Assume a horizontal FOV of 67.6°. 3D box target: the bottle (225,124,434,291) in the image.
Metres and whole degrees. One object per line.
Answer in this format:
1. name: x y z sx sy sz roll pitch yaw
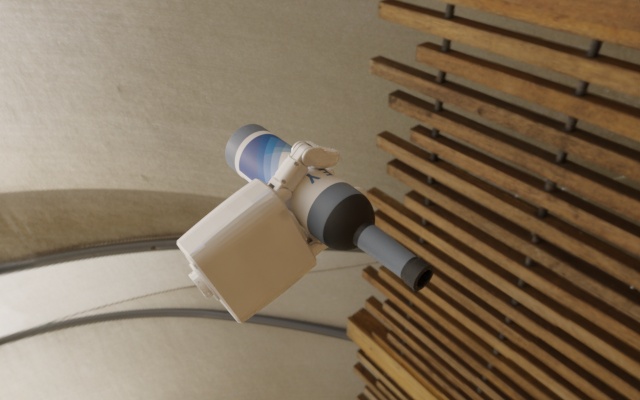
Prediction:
1. bottle: 0.000 0.002 0.518 0.069 0.069 0.295 0 28 -46
